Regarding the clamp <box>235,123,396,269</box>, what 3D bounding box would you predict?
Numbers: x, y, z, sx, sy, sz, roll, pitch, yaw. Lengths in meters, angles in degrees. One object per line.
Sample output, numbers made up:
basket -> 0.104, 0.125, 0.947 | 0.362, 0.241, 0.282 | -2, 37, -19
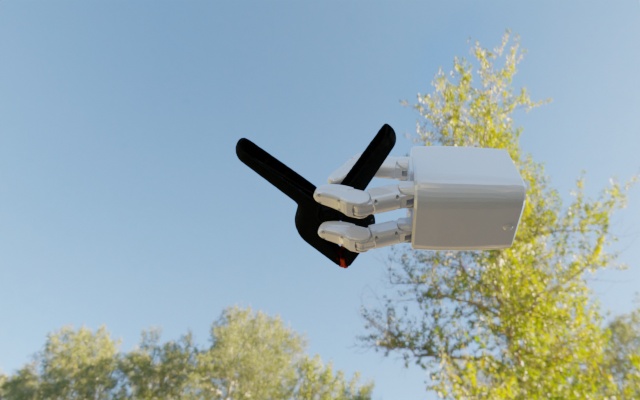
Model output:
clamp -> 0.000, 0.002, 0.540 | 0.164, 0.036, 0.210 | 2, -44, 9
